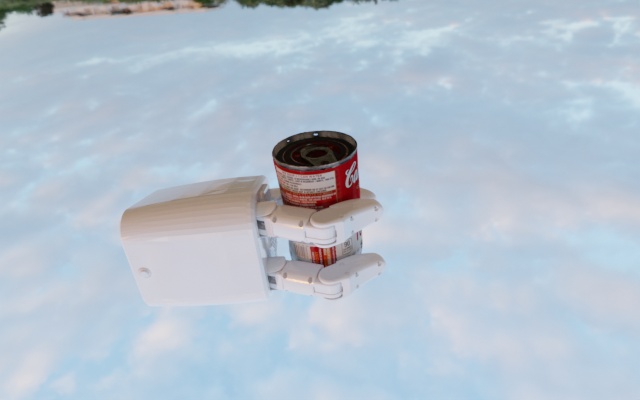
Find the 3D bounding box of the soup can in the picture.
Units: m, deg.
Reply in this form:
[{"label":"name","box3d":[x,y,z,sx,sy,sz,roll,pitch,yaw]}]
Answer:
[{"label":"soup can","box3d":[0.001,0.001,0.402,0.068,0.102,0.068,-5,31,3]}]
